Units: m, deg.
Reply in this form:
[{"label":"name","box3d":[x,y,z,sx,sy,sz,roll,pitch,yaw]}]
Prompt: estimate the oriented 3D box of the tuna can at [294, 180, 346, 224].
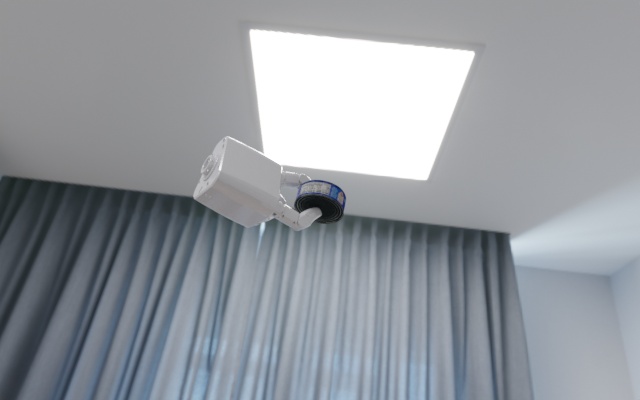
[{"label":"tuna can","box3d":[0.000,0.002,0.815,0.086,0.033,0.086,9,-34,6]}]
